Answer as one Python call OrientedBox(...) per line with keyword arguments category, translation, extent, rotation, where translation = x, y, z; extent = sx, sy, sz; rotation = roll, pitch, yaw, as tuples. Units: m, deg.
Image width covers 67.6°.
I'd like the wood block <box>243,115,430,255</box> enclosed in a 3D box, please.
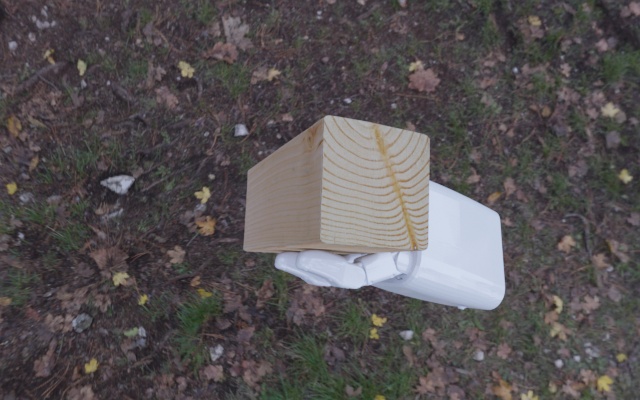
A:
OrientedBox(category="wood block", translation=(0.001, 0.001, 0.432), extent=(0.090, 0.091, 0.206), rotation=(7, -10, -23))
